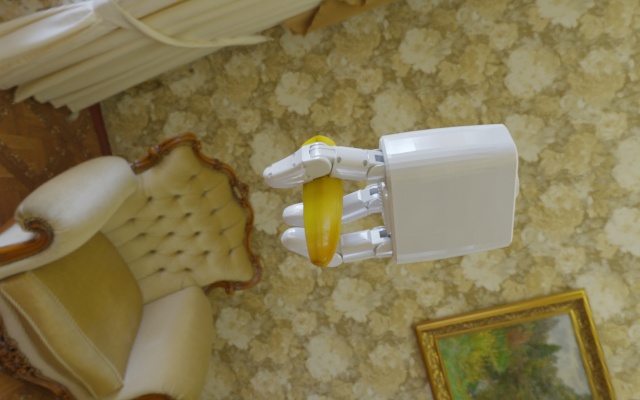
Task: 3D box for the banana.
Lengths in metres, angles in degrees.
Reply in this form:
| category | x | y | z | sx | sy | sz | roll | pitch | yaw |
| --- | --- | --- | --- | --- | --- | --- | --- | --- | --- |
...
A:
| category | x | y | z | sx | sy | sz | roll | pitch | yaw |
| --- | --- | --- | --- | --- | --- | --- | --- | --- | --- |
| banana | 0.000 | -0.017 | 0.444 | 0.037 | 0.070 | 0.197 | 0 | 24 | -4 |
